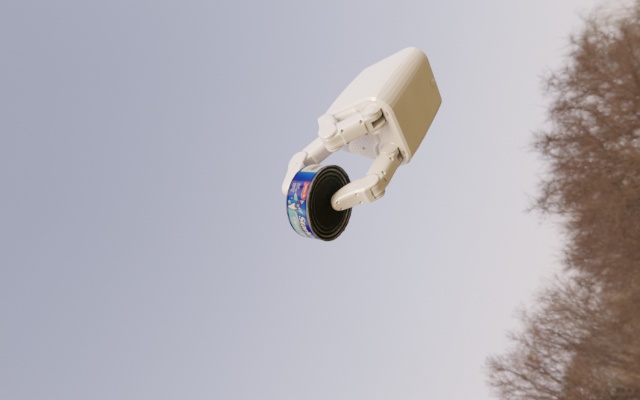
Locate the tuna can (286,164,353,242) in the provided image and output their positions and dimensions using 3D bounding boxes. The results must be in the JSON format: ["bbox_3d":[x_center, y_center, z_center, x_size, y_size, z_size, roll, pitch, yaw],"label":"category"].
[{"bbox_3d":[0.000,0.002,0.541,0.034,0.086,0.086,6,4,37],"label":"tuna can"}]
